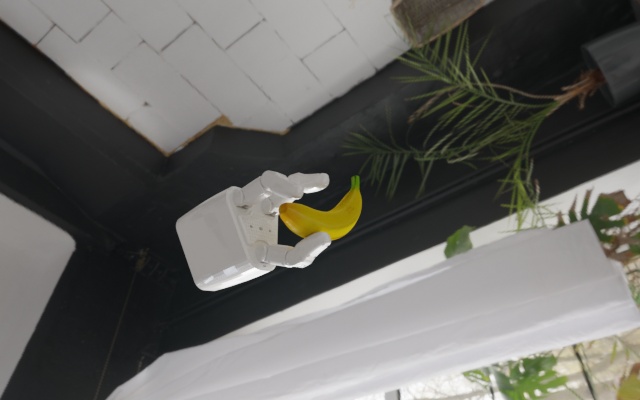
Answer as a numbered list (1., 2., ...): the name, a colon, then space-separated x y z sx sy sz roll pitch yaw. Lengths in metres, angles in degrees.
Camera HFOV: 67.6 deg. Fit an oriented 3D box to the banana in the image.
1. banana: 0.009 0.019 0.617 0.037 0.069 0.197 -22 1 30
